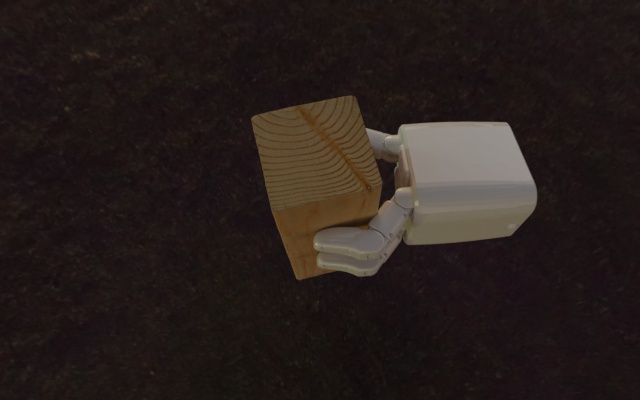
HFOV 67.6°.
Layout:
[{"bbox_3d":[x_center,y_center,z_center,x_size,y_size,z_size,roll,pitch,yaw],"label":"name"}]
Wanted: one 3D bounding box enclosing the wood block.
[{"bbox_3d":[0.000,0.001,0.470,0.090,0.090,0.206,-13,-24,-3],"label":"wood block"}]
